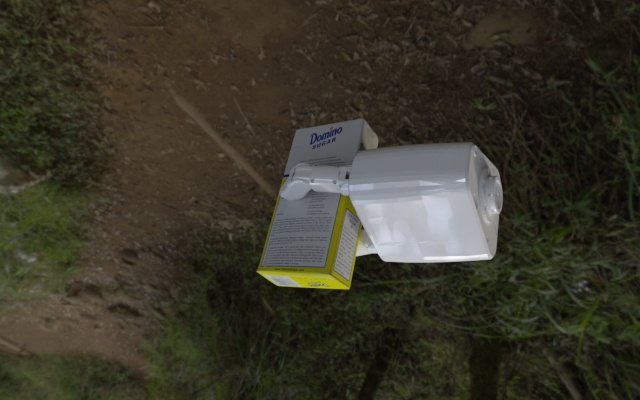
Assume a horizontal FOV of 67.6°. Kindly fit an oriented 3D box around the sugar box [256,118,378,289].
[{"bbox_3d":[0.000,0.002,0.503,0.093,0.176,0.048,-3,-32,34],"label":"sugar box"}]
